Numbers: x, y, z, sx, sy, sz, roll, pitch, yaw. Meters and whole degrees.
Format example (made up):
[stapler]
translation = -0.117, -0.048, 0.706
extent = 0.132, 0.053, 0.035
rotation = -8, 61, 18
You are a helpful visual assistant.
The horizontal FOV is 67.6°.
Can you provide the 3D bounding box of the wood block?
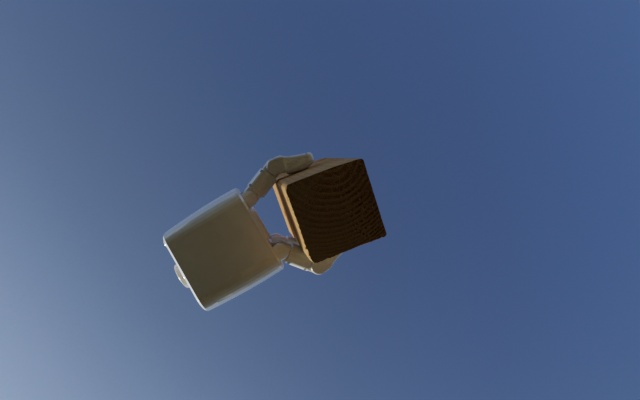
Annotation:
[wood block]
translation = 0.000, 0.002, 0.600
extent = 0.090, 0.091, 0.206
rotation = -20, 9, -8
